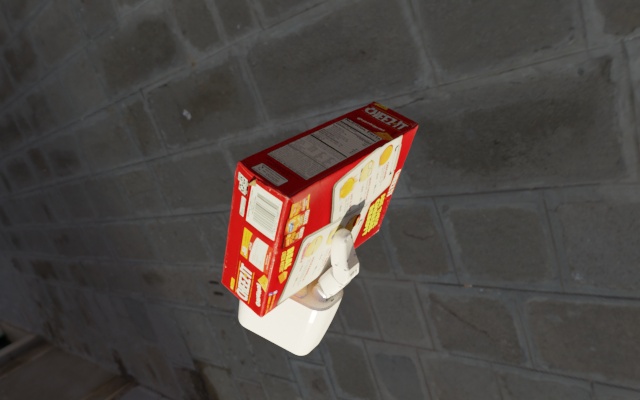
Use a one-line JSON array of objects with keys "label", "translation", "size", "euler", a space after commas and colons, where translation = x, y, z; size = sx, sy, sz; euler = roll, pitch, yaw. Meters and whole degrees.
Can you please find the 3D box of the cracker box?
[{"label": "cracker box", "translation": [0.000, 0.002, 0.510], "size": [0.072, 0.164, 0.213], "euler": [35, 43, 23]}]
